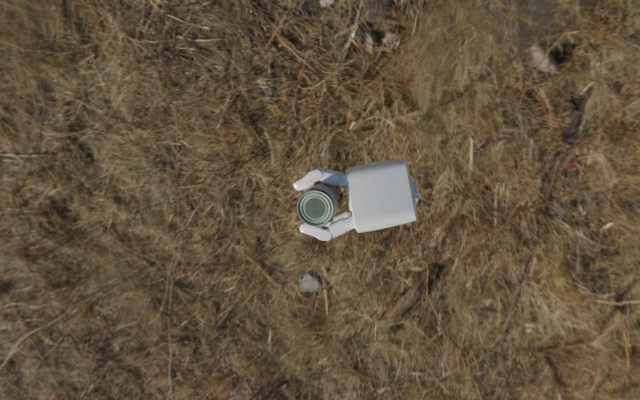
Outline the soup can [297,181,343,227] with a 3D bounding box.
[{"bbox_3d":[0.000,0.003,0.857,0.068,0.068,0.102,0,13,10],"label":"soup can"}]
